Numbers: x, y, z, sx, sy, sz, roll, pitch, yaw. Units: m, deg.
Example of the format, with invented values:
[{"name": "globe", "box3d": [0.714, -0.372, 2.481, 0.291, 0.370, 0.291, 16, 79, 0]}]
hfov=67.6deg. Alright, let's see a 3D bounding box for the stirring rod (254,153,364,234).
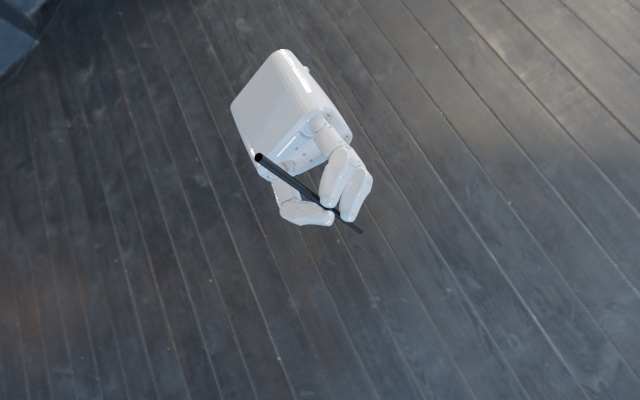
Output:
[{"name": "stirring rod", "box3d": [0.000, 0.002, 0.480, 0.011, 0.011, 0.240, 0, -17, 25]}]
